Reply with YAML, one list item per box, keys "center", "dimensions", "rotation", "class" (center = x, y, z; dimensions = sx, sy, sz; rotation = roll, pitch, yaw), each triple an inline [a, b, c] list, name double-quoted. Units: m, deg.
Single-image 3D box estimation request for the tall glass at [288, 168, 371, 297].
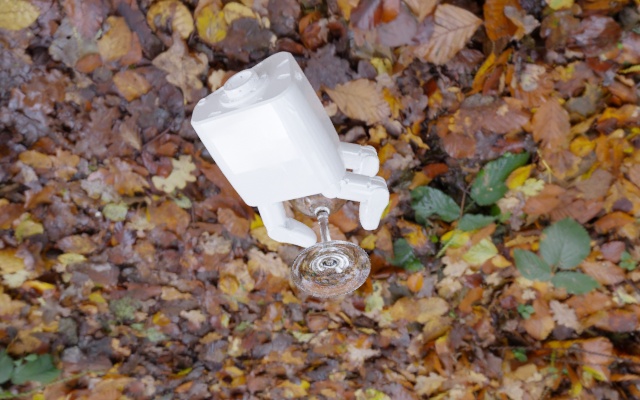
- center: [0.000, 0.002, 0.513]
  dimensions: [0.079, 0.079, 0.200]
  rotation: [0, 39, -7]
  class: "tall glass"
